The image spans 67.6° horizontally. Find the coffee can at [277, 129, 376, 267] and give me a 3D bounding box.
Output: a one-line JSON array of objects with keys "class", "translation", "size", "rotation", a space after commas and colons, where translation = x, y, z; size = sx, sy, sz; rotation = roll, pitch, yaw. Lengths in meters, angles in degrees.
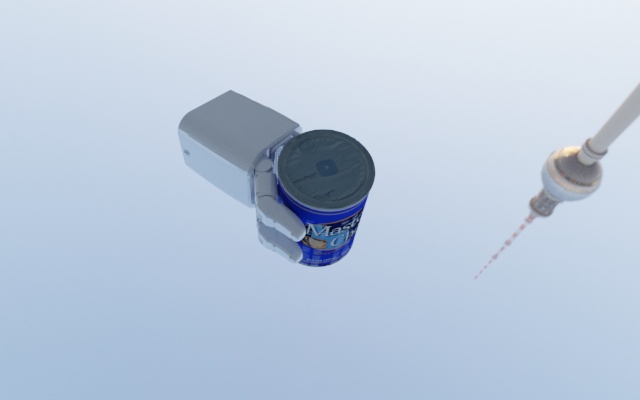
[{"class": "coffee can", "translation": [0.000, 0.002, 0.553], "size": [0.103, 0.102, 0.140], "rotation": [0, -32, -6]}]
